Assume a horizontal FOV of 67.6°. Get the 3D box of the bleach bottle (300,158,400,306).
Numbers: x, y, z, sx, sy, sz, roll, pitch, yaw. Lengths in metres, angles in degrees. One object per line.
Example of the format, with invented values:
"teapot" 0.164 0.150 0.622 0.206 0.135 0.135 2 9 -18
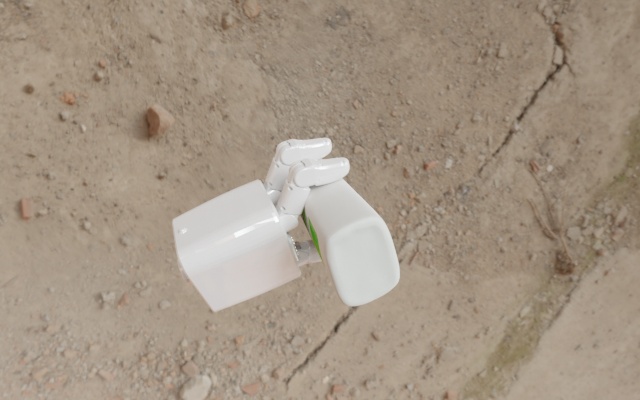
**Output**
"bleach bottle" 0.000 0.002 0.545 0.068 0.103 0.250 -24 33 -8
